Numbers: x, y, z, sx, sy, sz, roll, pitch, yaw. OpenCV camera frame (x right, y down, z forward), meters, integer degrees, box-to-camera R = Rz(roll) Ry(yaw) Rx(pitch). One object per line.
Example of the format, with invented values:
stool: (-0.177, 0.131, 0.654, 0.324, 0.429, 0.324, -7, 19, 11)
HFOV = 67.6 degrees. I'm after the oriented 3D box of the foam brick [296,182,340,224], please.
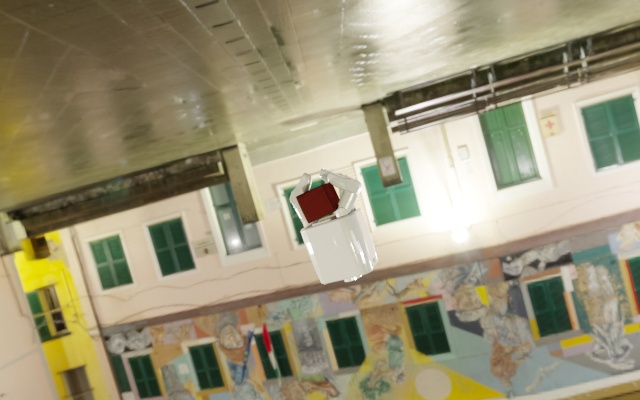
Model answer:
foam brick: (0.000, 0.003, 0.831, 0.053, 0.051, 0.078, -24, 0, 16)
